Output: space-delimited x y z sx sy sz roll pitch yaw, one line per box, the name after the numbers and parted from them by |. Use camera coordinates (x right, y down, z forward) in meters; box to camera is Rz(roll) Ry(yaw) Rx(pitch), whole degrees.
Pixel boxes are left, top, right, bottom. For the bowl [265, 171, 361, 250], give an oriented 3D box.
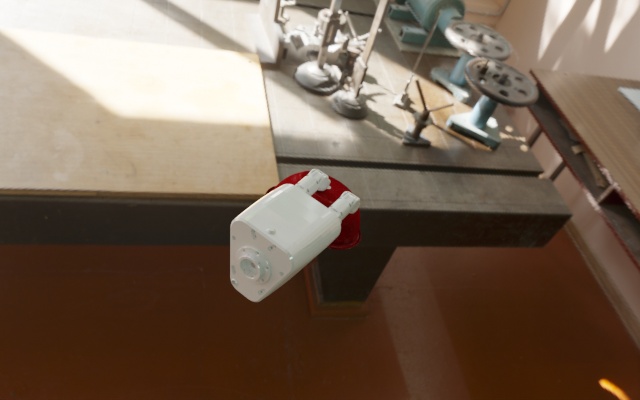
0.001 0.002 0.721 0.162 0.055 0.162 22 25 -11 | bowl
